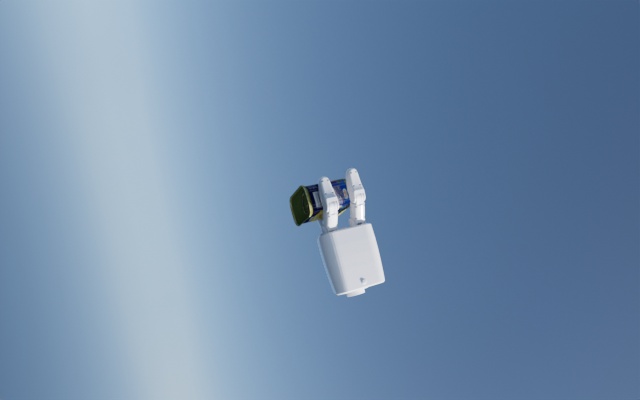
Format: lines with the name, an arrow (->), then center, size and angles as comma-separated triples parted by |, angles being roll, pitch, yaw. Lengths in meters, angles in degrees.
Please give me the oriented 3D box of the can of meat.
can of meat -> 0.000, 0.003, 0.856 | 0.084, 0.057, 0.102 | -12, -12, -21
